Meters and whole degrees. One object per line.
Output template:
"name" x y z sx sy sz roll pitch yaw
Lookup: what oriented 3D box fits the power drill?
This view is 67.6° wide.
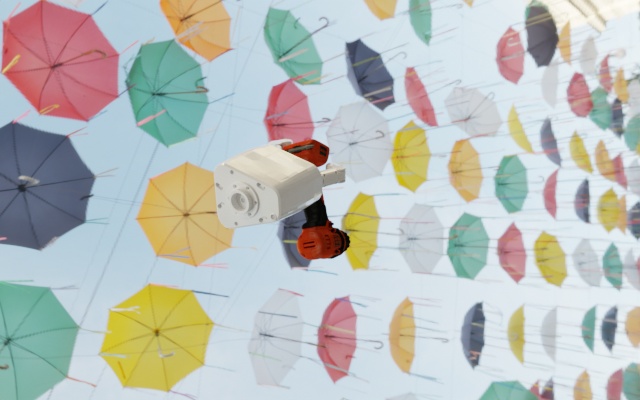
"power drill" 0.000 0.002 0.776 0.057 0.187 0.184 -14 -6 15
